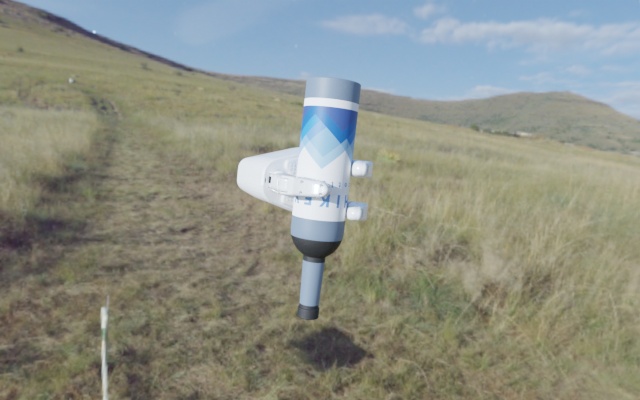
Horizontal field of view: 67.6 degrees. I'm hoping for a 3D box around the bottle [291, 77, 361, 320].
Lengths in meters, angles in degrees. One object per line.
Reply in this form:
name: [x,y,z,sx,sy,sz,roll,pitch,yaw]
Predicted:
bottle: [0.000,0.002,0.593,0.069,0.296,0.069,6,5,-1]
